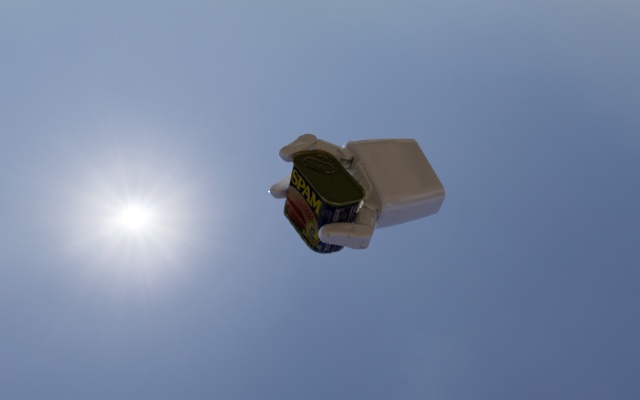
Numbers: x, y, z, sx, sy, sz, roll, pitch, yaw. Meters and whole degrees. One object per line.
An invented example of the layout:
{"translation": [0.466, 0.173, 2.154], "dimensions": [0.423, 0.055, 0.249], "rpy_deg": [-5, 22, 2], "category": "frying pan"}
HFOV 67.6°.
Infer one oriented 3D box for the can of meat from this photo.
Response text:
{"translation": [0.000, 0.002, 0.575], "dimensions": [0.057, 0.084, 0.102], "rpy_deg": [-11, 45, -31], "category": "can of meat"}
